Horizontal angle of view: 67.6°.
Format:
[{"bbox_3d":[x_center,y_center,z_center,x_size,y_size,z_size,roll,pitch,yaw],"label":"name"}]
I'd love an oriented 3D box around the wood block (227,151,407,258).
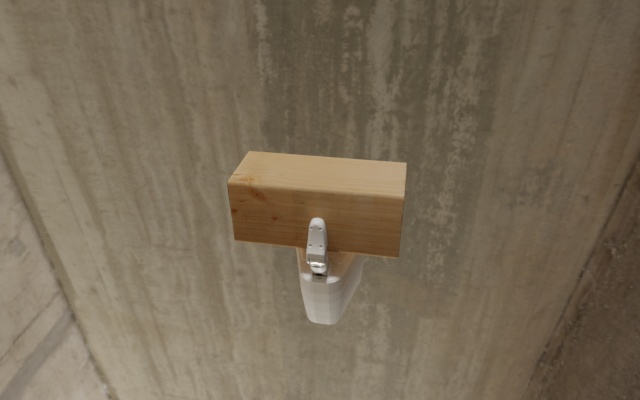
[{"bbox_3d":[0.000,0.002,0.600,0.206,0.090,0.090,5,32,9],"label":"wood block"}]
